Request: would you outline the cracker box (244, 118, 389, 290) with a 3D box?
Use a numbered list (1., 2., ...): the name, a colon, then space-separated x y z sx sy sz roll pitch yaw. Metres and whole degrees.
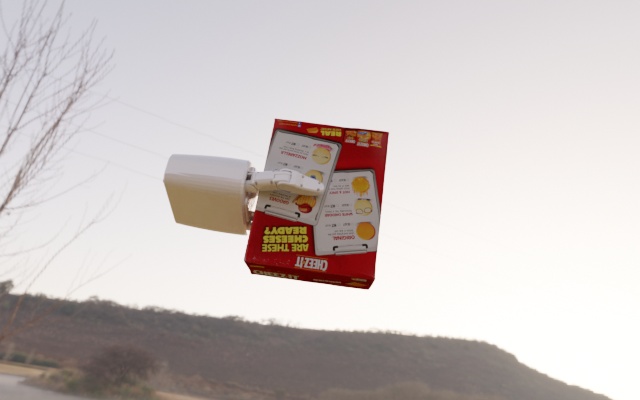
1. cracker box: 0.000 0.002 0.648 0.164 0.213 0.072 7 -24 3
